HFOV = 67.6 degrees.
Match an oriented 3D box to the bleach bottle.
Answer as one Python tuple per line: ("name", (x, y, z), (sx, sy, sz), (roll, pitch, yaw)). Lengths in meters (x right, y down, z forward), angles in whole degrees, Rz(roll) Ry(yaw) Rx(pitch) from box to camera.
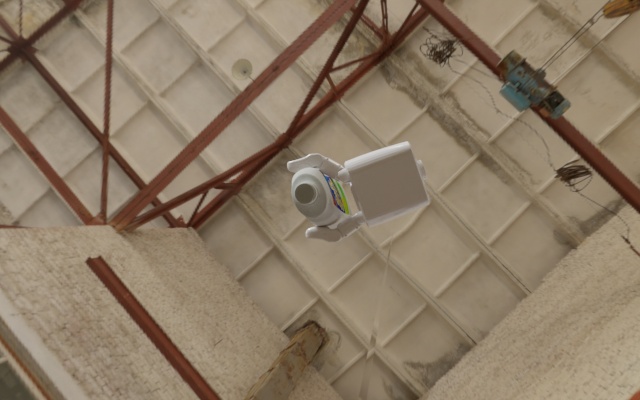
("bleach bottle", (0.000, 0.002, 0.777), (0.068, 0.102, 0.251), (-20, -5, 8))
